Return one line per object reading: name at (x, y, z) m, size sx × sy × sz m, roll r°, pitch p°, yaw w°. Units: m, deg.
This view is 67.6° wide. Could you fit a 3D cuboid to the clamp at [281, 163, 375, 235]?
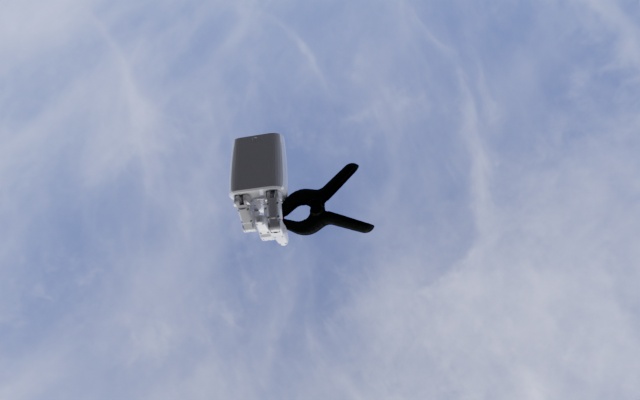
clamp at (0.000, 0.003, 0.800) m, size 0.171 × 0.120 × 0.039 m, roll -6°, pitch -20°, yaw 8°
